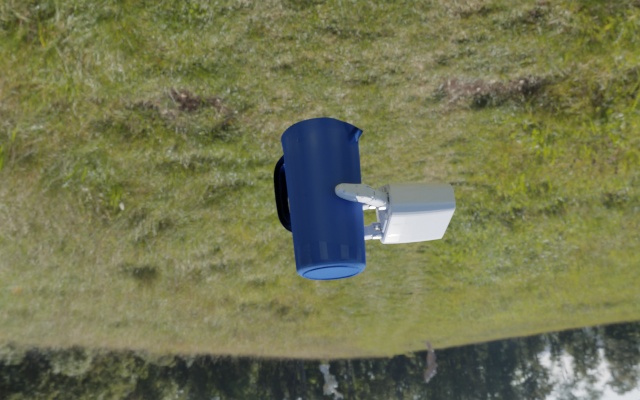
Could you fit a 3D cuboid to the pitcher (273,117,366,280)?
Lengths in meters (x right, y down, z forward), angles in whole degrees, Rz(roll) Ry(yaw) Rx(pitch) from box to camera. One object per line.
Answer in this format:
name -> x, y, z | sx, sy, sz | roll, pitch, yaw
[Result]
pitcher -> 0.000, 0.003, 0.777 | 0.145, 0.242, 0.149 | -1, -21, -8
